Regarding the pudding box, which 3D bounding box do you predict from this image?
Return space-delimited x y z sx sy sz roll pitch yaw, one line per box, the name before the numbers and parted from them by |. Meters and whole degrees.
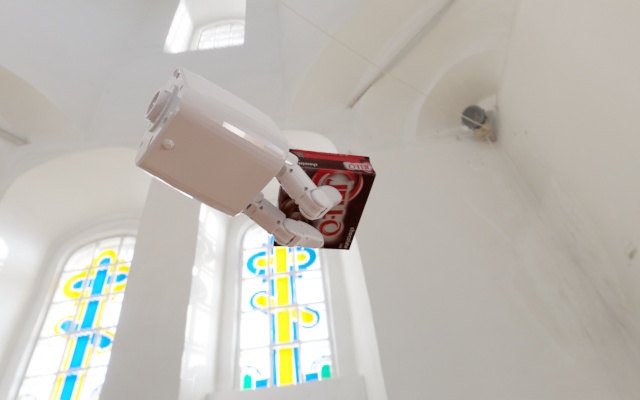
pudding box | 0.000 0.002 0.513 0.090 0.114 0.039 5 41 -13
